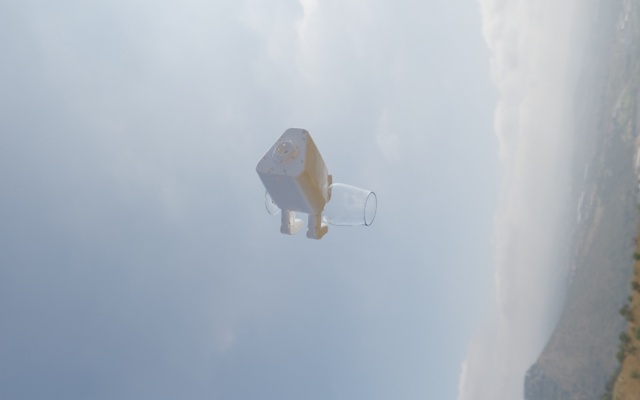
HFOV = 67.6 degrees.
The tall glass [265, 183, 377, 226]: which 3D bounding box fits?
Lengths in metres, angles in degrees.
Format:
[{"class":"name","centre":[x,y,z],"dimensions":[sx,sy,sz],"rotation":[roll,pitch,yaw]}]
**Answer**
[{"class":"tall glass","centre":[0.000,0.003,0.891],"dimensions":[0.201,0.079,0.079],"rotation":[8,3,25]}]
